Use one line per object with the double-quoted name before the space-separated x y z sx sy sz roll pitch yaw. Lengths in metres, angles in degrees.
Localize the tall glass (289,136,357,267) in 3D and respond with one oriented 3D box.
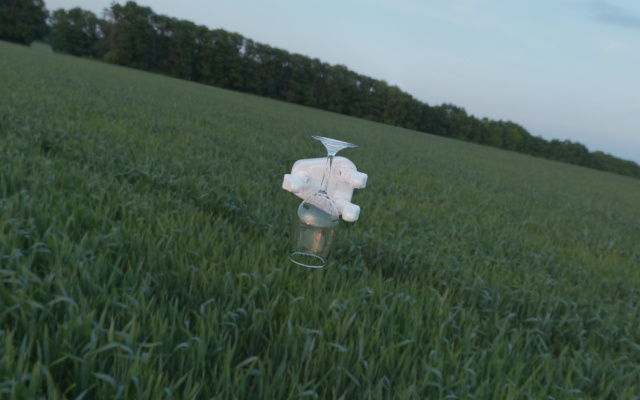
"tall glass" 0.000 0.002 0.764 0.079 0.201 0.079 12 10 -2
